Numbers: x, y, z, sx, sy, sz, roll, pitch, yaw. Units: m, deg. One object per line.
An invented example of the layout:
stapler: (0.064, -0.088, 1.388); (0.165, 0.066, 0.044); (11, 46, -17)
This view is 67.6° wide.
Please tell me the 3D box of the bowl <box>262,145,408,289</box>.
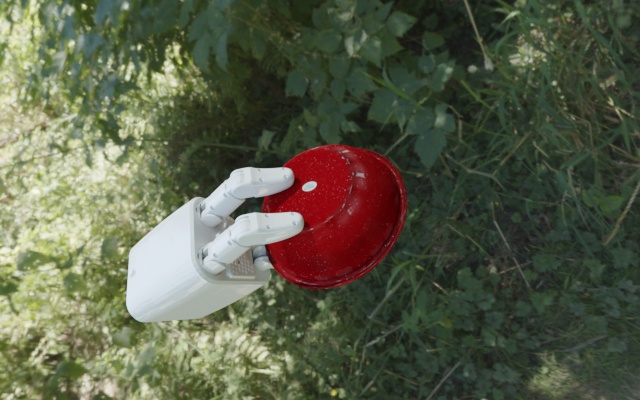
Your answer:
bowl: (0.001, 0.001, 0.468); (0.162, 0.162, 0.055); (0, -29, 30)
